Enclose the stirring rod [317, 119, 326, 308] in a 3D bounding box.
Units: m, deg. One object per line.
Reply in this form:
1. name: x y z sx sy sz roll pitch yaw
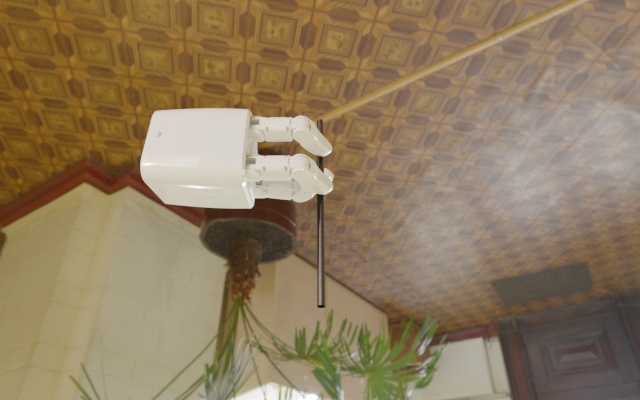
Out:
1. stirring rod: 0.000 0.002 0.523 0.011 0.239 0.011 0 -34 0
